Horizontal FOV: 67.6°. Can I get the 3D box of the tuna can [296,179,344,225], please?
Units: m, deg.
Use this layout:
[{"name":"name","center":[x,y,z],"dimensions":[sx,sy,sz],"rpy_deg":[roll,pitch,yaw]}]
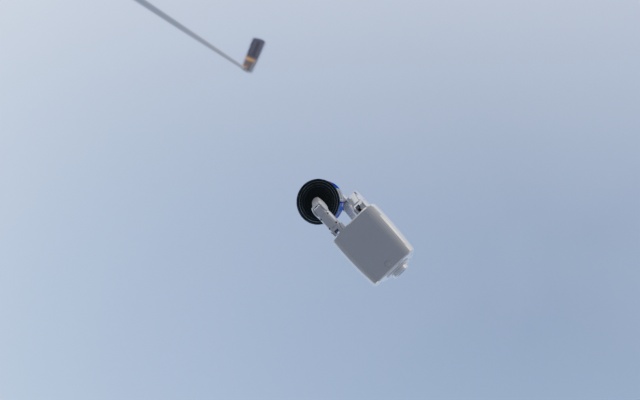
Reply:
[{"name":"tuna can","center":[0.000,0.003,0.897],"dimensions":[0.086,0.086,0.034],"rpy_deg":[0,-2,20]}]
